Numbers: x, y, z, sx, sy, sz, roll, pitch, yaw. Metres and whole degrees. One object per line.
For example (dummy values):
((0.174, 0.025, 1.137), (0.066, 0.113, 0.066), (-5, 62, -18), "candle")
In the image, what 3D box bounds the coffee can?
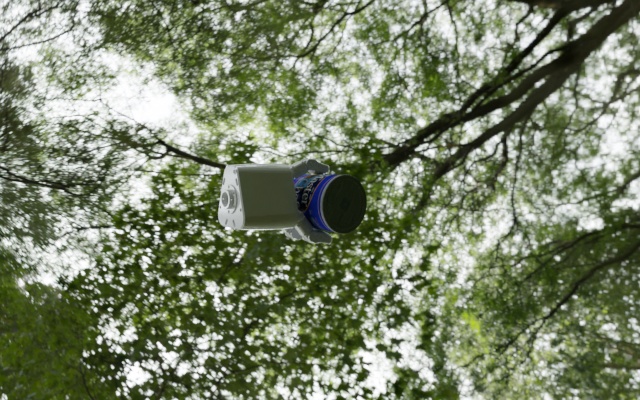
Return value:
((0.000, 0.003, 0.875), (0.103, 0.103, 0.140), (0, 3, -38), "coffee can")
